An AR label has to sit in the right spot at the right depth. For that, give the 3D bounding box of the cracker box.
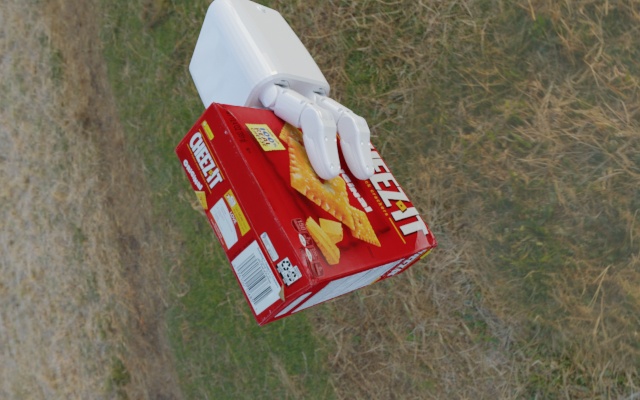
[{"bbox_3d":[0.000,0.002,0.436,0.072,0.164,0.213,-41,-21,32],"label":"cracker box"}]
